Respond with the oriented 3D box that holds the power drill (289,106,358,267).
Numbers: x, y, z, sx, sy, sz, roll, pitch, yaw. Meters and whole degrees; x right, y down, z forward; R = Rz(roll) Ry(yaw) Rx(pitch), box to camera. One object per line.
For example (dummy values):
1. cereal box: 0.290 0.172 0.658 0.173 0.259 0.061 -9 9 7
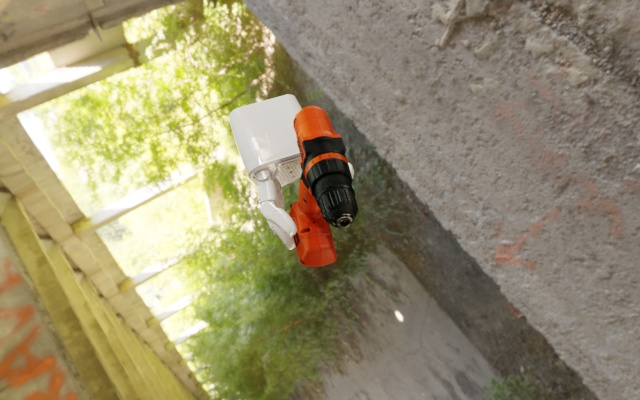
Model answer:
1. power drill: 0.000 0.002 0.611 0.057 0.184 0.188 -4 -41 -12
